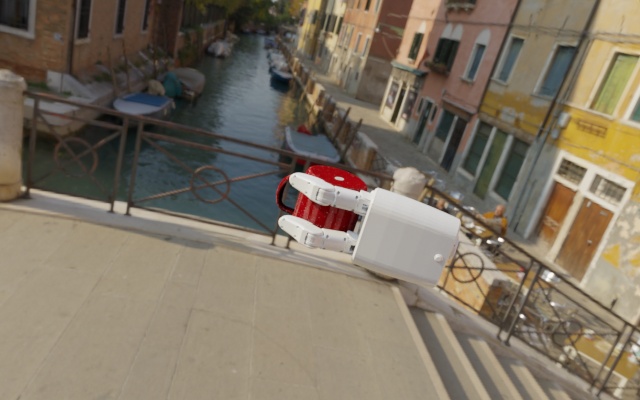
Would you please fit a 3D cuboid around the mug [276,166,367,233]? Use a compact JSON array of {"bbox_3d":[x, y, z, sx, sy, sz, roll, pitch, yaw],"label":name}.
[{"bbox_3d":[-0.001,0.001,0.619,0.117,0.081,0.093,19,20,6],"label":"mug"}]
